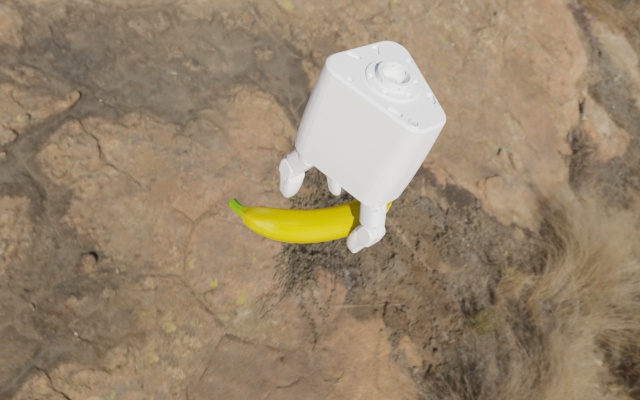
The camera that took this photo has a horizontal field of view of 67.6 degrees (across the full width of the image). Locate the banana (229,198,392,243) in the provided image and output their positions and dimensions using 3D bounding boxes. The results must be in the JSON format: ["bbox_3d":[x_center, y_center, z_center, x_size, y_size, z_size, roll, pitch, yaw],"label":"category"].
[{"bbox_3d":[0.001,0.016,0.538,0.198,0.069,0.037,-2,-38,-18],"label":"banana"}]
